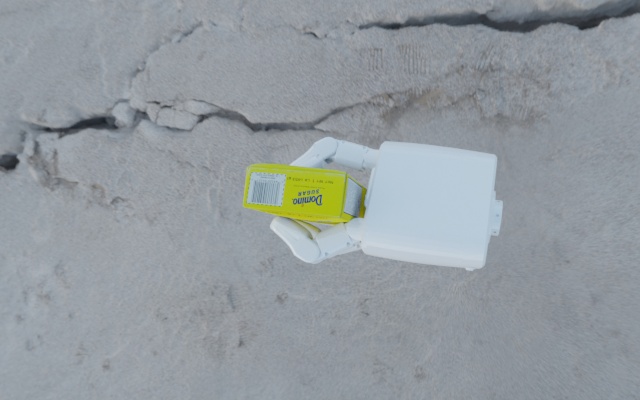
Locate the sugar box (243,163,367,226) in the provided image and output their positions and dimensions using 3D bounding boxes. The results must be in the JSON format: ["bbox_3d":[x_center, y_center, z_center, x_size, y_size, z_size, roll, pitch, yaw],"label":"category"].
[{"bbox_3d":[0.000,0.002,0.489,0.093,0.048,0.176,6,-7,17],"label":"sugar box"}]
